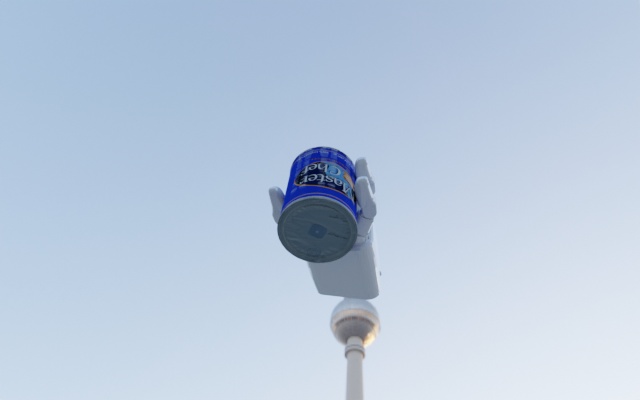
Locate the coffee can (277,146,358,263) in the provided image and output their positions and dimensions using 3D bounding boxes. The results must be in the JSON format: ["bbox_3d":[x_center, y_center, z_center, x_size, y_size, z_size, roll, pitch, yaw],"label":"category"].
[{"bbox_3d":[0.000,0.002,0.660,0.103,0.103,0.140,0,33,4],"label":"coffee can"}]
